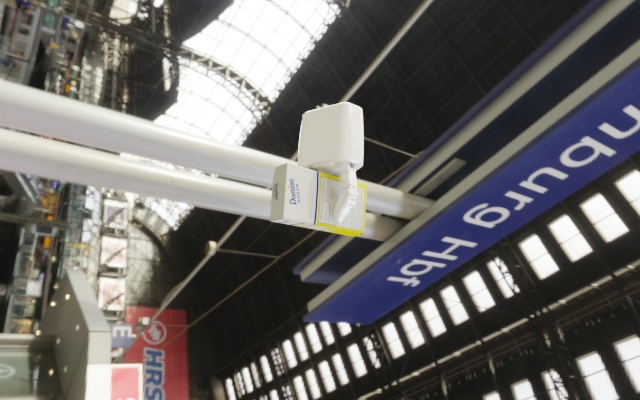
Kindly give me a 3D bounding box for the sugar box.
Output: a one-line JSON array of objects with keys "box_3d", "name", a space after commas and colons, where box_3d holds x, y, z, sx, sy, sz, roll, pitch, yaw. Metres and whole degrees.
[{"box_3d": [0.000, 0.003, 0.807, 0.176, 0.093, 0.048, 13, -16, -35], "name": "sugar box"}]
